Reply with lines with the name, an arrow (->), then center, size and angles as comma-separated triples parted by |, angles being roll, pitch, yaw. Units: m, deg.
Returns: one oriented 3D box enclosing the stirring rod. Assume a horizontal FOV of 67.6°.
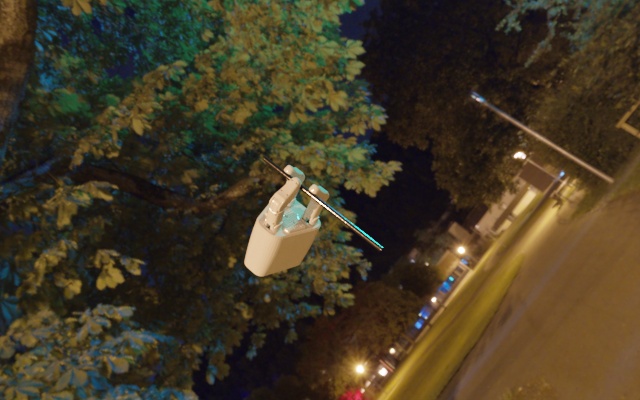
stirring rod -> 0.000, 0.003, 0.744 | 0.239, 0.011, 0.011 | 38, 13, 17
